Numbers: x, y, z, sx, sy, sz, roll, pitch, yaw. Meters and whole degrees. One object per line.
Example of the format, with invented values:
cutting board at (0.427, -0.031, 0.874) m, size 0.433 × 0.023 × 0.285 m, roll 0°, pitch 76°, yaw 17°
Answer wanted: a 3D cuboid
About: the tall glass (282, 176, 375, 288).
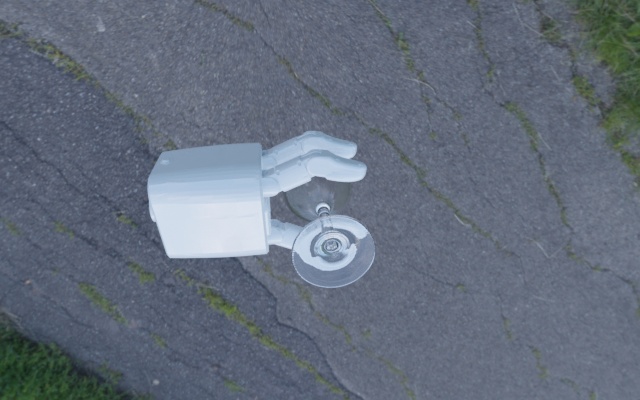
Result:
tall glass at (0.000, 0.002, 0.502) m, size 0.079 × 0.079 × 0.201 m, roll 0°, pitch 26°, yaw -7°
